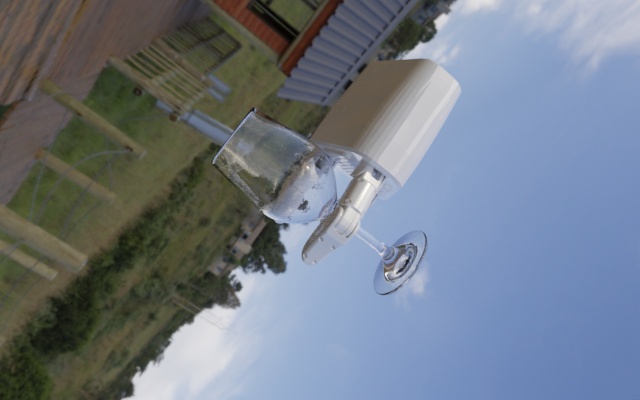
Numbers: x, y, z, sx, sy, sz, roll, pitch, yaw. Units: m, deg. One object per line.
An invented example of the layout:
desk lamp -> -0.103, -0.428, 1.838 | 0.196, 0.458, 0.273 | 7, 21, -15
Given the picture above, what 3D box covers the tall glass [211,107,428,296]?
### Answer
tall glass -> 0.001, 0.002, 0.438 | 0.201, 0.079, 0.079 | 37, -10, -14
